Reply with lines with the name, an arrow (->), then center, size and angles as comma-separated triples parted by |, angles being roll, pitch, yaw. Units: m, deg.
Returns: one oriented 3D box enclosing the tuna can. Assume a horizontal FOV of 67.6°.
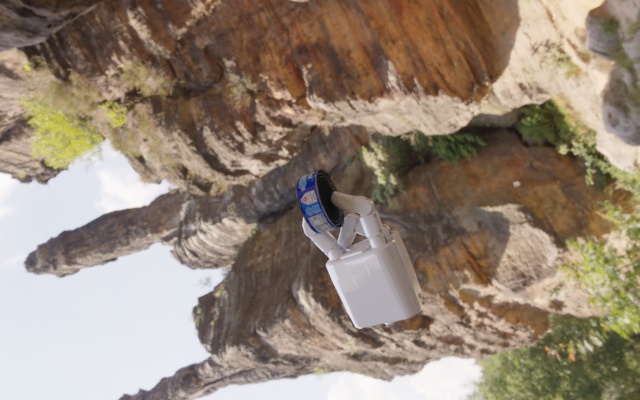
tuna can -> 0.000, 0.002, 0.663 | 0.034, 0.086, 0.086 | -20, -7, 19
